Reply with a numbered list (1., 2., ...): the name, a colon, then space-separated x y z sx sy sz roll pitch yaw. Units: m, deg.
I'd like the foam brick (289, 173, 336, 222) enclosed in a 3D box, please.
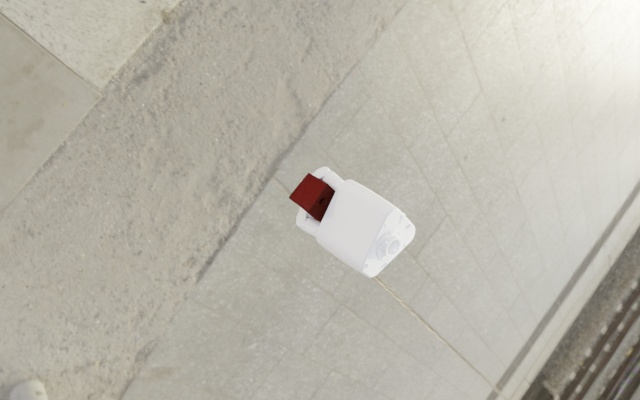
1. foam brick: 0.000 0.002 0.762 0.051 0.053 0.078 33 -5 43
